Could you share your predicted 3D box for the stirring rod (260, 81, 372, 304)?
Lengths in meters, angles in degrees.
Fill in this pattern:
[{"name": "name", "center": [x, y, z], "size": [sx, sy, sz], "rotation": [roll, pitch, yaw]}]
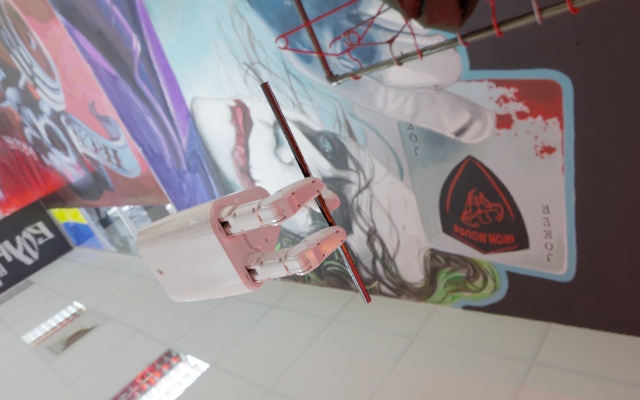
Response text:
[{"name": "stirring rod", "center": [0.000, 0.001, 0.451], "size": [0.011, 0.240, 0.011], "rotation": [-22, 20, 9]}]
